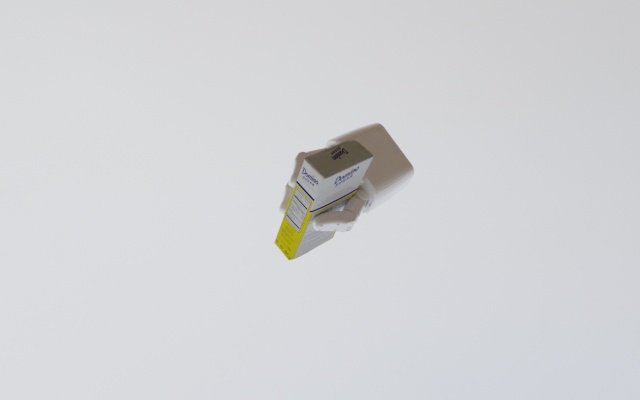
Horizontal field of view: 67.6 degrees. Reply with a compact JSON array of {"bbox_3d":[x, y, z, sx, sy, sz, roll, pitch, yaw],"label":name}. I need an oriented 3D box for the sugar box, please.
[{"bbox_3d":[0.000,0.002,0.653,0.093,0.176,0.048,-26,60,-38],"label":"sugar box"}]
